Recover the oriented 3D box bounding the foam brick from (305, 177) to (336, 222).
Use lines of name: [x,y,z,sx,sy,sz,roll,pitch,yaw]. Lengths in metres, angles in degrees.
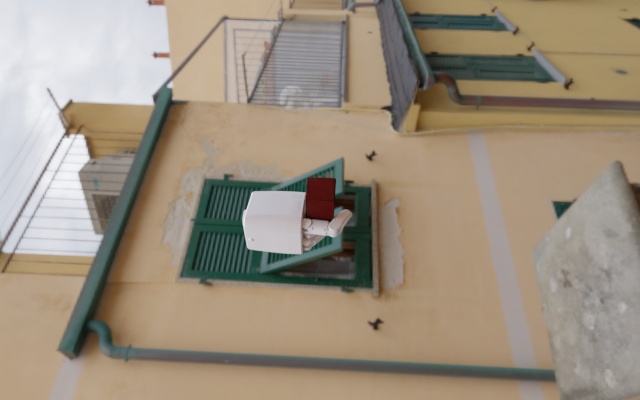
foam brick: [0.000,0.003,0.859,0.051,0.053,0.078,4,-39,2]
